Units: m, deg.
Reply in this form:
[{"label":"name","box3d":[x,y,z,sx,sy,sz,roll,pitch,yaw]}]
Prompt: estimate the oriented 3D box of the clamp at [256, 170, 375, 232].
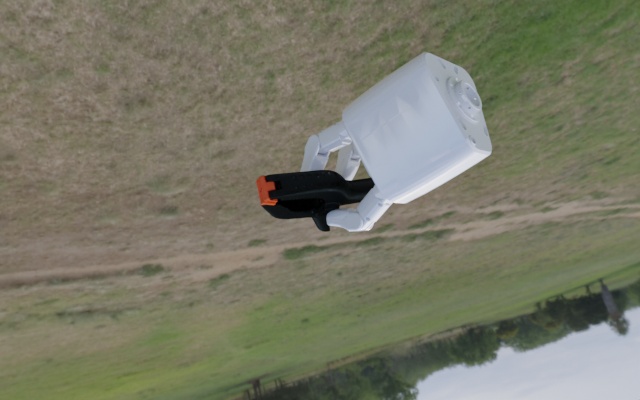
[{"label":"clamp","box3d":[0.000,0.002,0.565,0.210,0.036,0.164,3,-25,-44]}]
